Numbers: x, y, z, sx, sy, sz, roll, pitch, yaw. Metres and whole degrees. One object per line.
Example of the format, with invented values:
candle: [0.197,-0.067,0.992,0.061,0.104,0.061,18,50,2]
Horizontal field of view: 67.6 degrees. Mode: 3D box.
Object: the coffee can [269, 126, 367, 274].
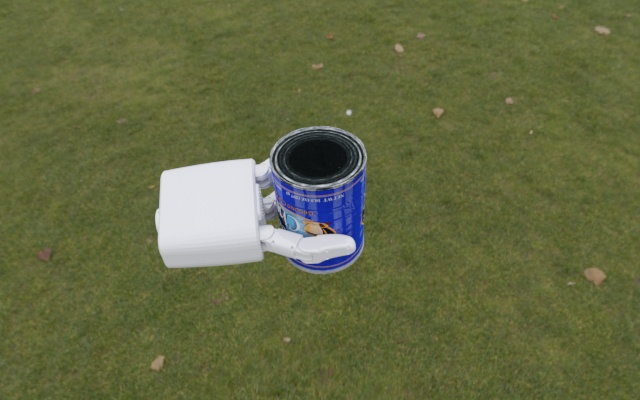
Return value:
coffee can: [0.000,0.002,0.547,0.103,0.102,0.140,-2,-45,2]
